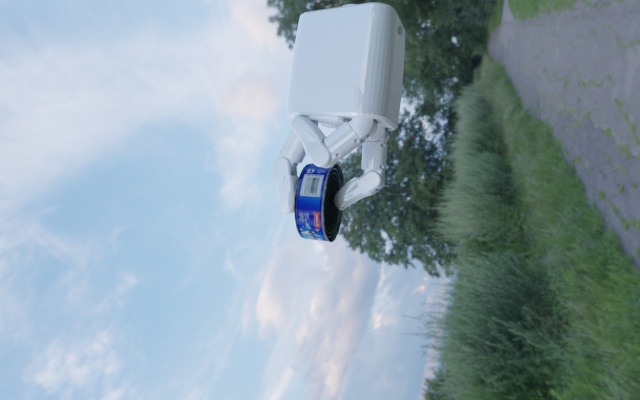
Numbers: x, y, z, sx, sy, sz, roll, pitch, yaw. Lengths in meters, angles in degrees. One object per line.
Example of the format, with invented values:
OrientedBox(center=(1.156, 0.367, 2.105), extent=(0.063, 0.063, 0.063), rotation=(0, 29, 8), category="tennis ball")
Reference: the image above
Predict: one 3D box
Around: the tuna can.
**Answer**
OrientedBox(center=(0.000, 0.002, 0.525), extent=(0.034, 0.086, 0.086), rotation=(4, 1, 16), category="tuna can")
